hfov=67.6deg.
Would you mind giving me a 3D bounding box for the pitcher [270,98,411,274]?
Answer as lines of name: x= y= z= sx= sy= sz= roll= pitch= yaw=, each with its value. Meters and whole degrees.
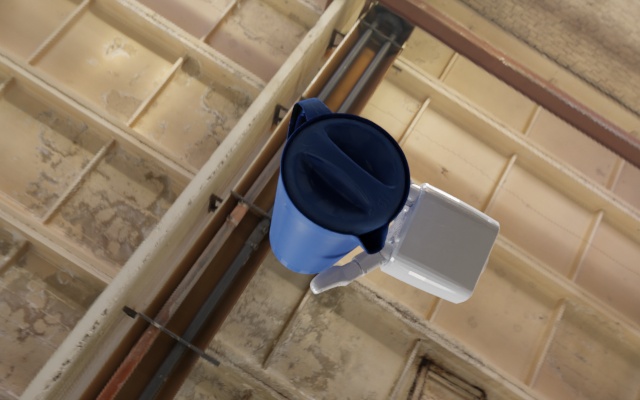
pitcher: x=0.000 y=0.002 z=0.578 sx=0.145 sy=0.149 sz=0.243 roll=23 pitch=-24 yaw=-3
